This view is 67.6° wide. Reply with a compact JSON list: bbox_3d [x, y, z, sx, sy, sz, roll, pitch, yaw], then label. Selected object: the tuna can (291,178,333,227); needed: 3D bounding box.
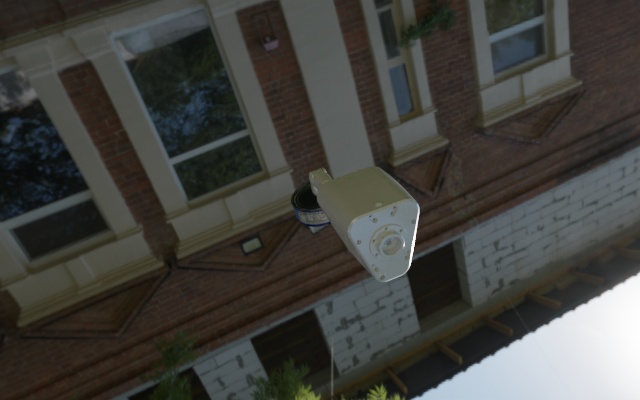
[{"bbox_3d":[0.000,0.003,0.728,0.086,0.034,0.086,-12,32,7],"label":"tuna can"}]
